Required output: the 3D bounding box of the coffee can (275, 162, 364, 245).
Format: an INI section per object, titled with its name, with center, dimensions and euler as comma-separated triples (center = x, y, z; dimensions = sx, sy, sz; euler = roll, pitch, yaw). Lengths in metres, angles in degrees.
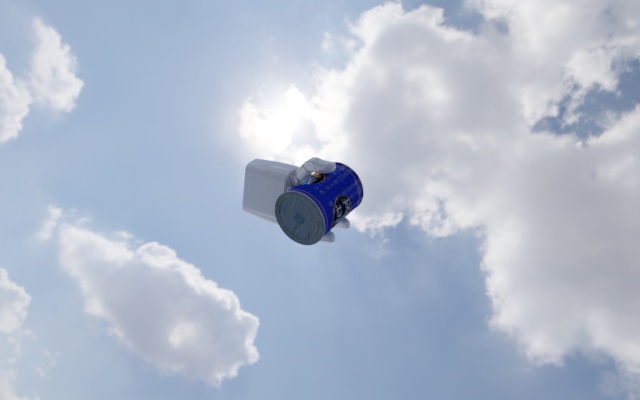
[coffee can]
center = 0.000, 0.003, 0.862
dimensions = 0.103, 0.103, 0.140
euler = 0, 25, 37
